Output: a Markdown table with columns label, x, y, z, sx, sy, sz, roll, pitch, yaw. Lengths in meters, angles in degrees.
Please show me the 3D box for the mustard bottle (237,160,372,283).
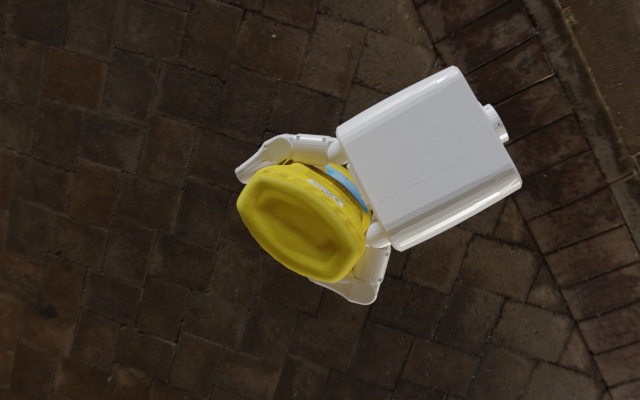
| label | x | y | z | sx | sy | sz | roll | pitch | yaw |
| --- | --- | --- | --- | --- | --- | --- | --- | --- | --- |
| mustard bottle | 0.000 | 0.002 | 0.421 | 0.096 | 0.058 | 0.191 | 36 | 15 | 1 |
